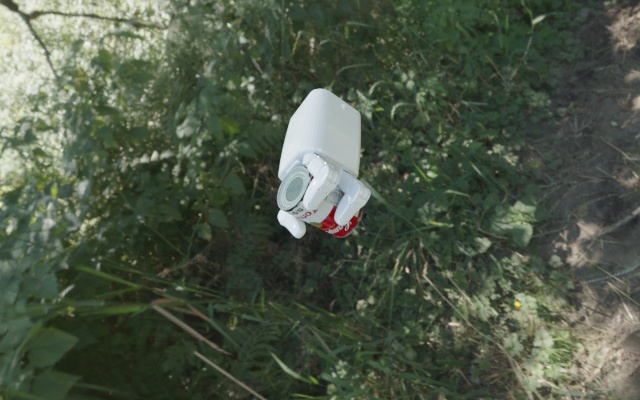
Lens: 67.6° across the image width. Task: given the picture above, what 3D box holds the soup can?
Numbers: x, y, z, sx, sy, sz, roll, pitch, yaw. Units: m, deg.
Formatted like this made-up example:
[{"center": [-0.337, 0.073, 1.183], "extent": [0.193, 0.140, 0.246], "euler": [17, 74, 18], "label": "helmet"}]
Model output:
[{"center": [0.000, 0.003, 0.657], "extent": [0.102, 0.068, 0.068], "euler": [28, -17, -35], "label": "soup can"}]
